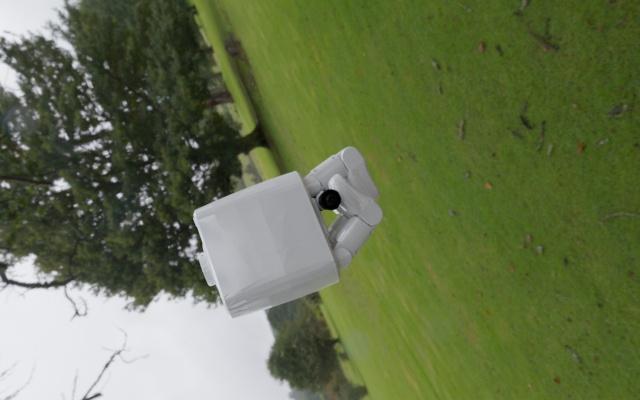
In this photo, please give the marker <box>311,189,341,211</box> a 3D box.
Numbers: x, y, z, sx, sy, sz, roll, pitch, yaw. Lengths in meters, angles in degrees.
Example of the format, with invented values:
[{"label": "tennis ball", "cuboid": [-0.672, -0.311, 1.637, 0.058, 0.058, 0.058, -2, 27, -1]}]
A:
[{"label": "marker", "cuboid": [0.000, 0.002, 0.470, 0.020, 0.020, 0.121, 0, -2, -9]}]
